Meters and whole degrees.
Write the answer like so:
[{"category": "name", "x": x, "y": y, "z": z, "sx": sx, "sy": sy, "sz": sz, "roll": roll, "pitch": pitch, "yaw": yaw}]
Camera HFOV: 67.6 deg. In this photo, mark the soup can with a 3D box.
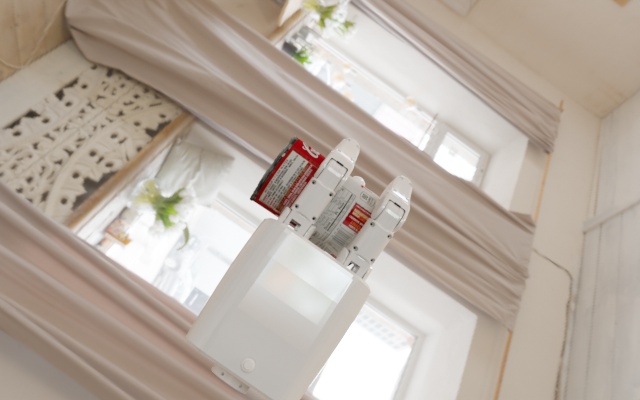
[{"category": "soup can", "x": 0.001, "y": 0.001, "z": 0.412, "sx": 0.102, "sy": 0.068, "sz": 0.068, "roll": 36, "pitch": -2, "yaw": -2}]
